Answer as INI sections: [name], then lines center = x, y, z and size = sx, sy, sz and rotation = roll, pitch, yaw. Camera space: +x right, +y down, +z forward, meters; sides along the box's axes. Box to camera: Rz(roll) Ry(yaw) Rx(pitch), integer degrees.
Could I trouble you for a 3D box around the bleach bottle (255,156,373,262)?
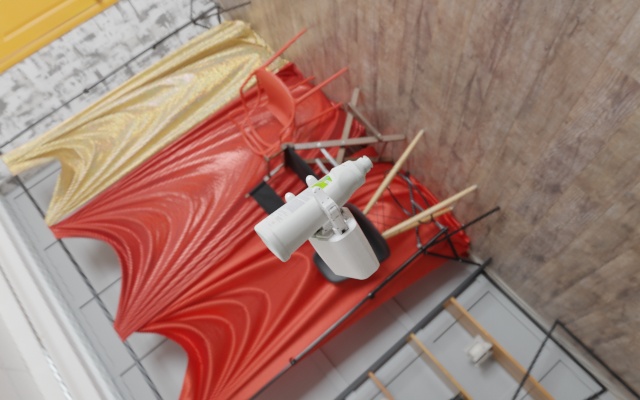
[bleach bottle]
center = 0.000, 0.003, 0.889
size = 0.251, 0.068, 0.102
rotation = -39, 24, -12
